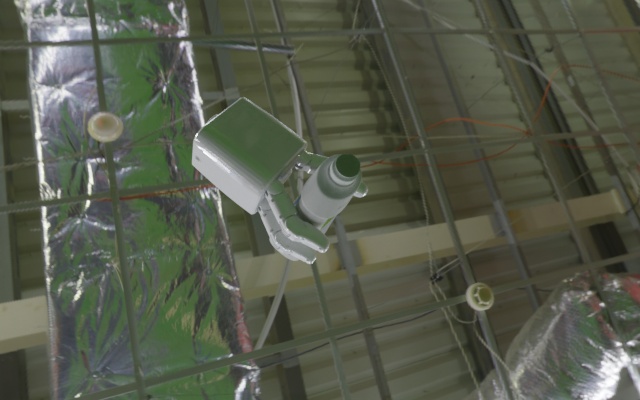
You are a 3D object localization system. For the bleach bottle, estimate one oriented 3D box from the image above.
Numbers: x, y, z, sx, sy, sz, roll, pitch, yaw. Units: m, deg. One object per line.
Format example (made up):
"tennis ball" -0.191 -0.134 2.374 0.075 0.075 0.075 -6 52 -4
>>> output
"bleach bottle" 0.000 0.002 0.620 0.068 0.102 0.251 39 -27 1
